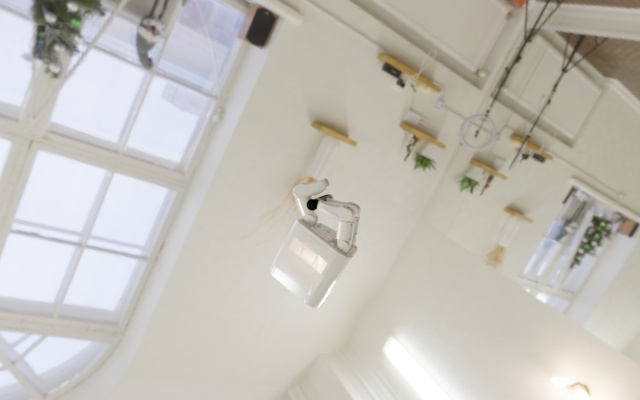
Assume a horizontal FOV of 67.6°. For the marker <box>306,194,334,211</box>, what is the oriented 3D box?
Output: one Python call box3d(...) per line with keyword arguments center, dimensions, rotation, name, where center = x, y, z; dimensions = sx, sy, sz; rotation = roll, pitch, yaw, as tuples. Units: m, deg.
box3d(center=(0.000, 0.003, 0.799), dimensions=(0.020, 0.020, 0.121), rotation=(0, 5, 14), name="marker")
